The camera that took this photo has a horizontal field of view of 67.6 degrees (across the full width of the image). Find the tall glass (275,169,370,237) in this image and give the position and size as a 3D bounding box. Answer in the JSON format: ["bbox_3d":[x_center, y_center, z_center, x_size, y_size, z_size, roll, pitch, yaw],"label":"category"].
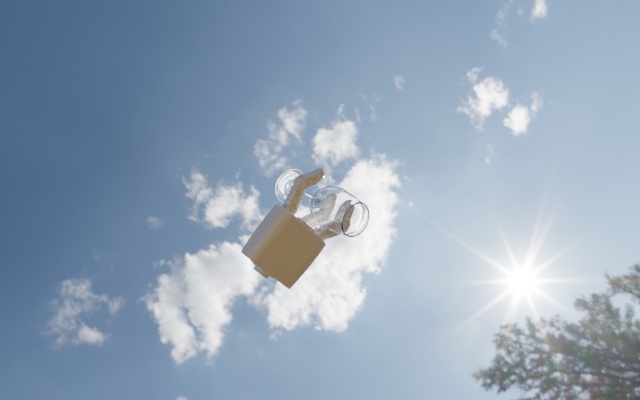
[{"bbox_3d":[0.000,0.002,0.869,0.079,0.079,0.201,0,17,-39],"label":"tall glass"}]
